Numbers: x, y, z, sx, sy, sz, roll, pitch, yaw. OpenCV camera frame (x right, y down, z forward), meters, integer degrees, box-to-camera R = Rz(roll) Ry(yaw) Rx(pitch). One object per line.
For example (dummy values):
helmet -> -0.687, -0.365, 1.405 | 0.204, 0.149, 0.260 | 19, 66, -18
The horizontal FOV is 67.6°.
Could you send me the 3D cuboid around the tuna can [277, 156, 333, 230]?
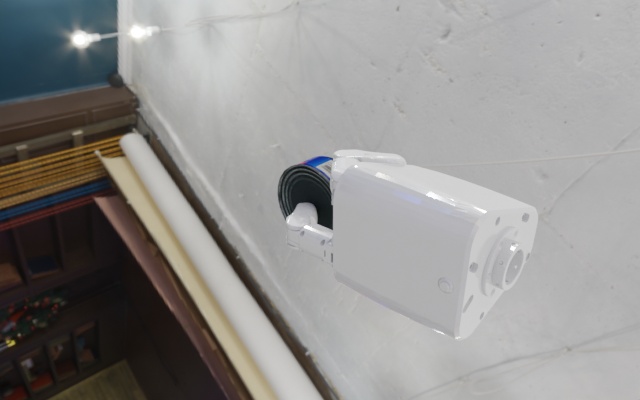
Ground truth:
tuna can -> 0.000, 0.001, 0.458 | 0.086, 0.086, 0.033 | 0, 21, 46
